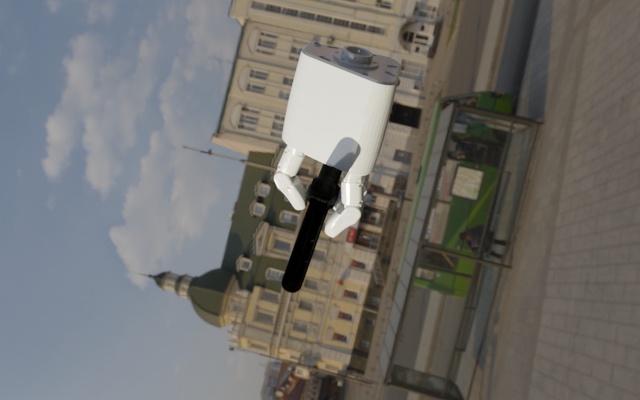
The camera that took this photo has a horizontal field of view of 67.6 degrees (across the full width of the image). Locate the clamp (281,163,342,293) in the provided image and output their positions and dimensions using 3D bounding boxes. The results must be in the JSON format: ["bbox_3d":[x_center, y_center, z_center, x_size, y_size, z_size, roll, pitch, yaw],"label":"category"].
[{"bbox_3d":[-0.001,0.001,0.592,0.036,0.165,0.210,20,34,2],"label":"clamp"}]
